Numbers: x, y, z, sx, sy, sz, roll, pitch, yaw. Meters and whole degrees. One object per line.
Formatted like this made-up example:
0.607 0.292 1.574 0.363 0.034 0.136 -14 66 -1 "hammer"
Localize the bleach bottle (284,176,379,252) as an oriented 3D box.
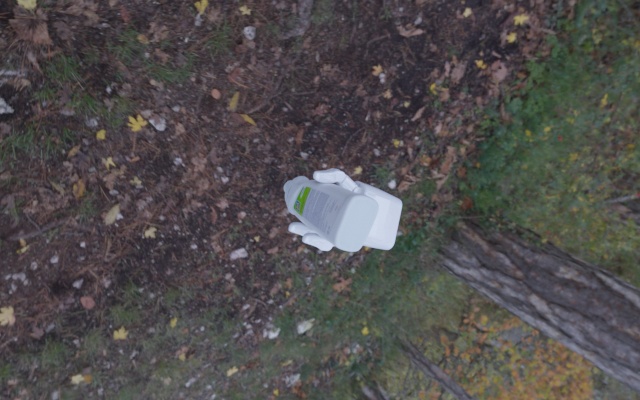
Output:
0.000 0.003 0.885 0.068 0.102 0.250 18 9 -34 "bleach bottle"
